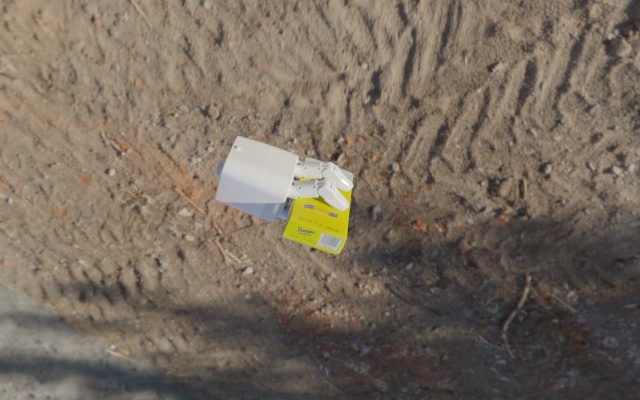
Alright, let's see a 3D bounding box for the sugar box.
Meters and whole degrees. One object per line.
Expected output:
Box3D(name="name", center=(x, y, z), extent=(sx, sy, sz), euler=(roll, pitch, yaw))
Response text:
Box3D(name="sugar box", center=(0.000, 0.002, 0.776), extent=(0.093, 0.048, 0.176), euler=(20, 39, -8))
